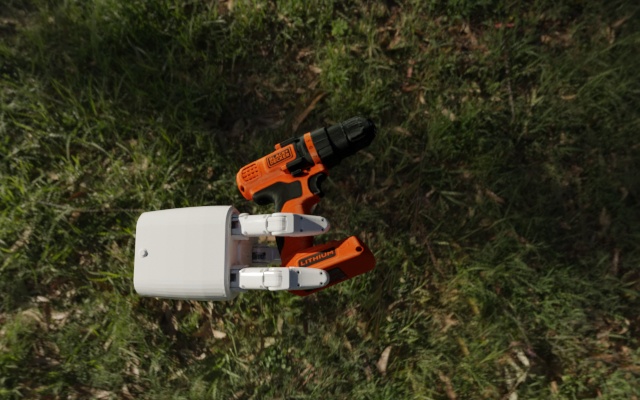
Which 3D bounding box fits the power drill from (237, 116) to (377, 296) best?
[{"bbox_3d":[0.000,0.002,0.553,0.184,0.187,0.057,-25,-34,12],"label":"power drill"}]
